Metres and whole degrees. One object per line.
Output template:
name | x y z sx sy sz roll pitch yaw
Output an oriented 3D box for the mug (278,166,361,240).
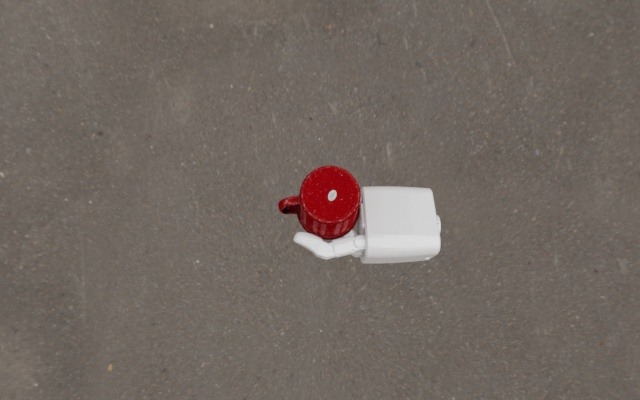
mug | -0.001 0.002 0.660 0.117 0.093 0.081 -3 -15 -2
